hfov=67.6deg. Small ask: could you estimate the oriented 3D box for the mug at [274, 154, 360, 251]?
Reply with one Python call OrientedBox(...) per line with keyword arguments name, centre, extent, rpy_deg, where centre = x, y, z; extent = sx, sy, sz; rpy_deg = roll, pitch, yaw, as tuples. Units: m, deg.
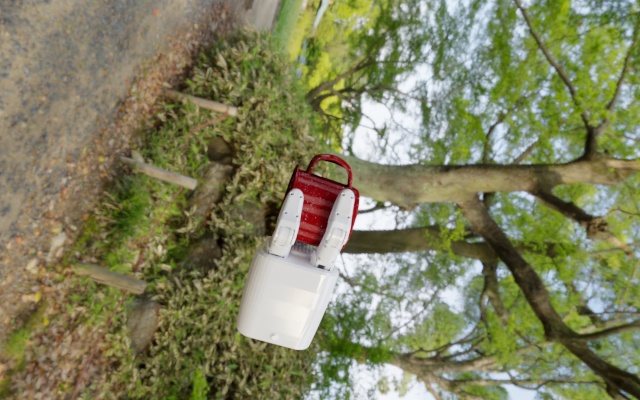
OrientedBox(name="mug", centre=(0.001, 0.001, 0.567), extent=(0.081, 0.117, 0.093), rpy_deg=(18, 15, -8))
